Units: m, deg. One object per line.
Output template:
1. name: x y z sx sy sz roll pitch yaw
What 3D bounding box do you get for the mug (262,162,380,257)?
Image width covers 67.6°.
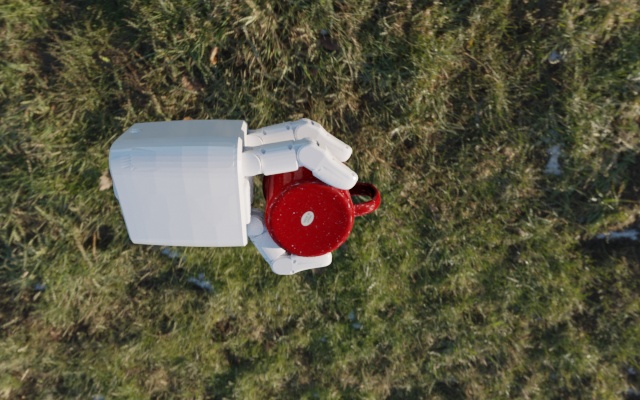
1. mug: 0.002 0.002 0.465 0.117 0.093 0.081 -2 25 -3
